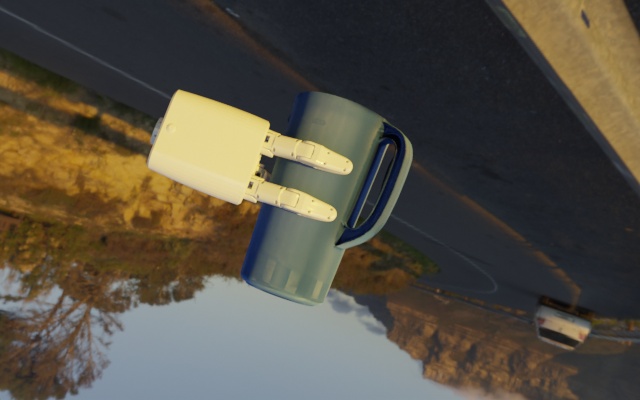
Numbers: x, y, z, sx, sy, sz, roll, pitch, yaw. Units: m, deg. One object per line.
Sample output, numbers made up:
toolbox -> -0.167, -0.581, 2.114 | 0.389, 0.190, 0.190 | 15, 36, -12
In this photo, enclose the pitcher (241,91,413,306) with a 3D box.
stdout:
pitcher -> 0.000, 0.002, 0.585 | 0.145, 0.243, 0.149 | 21, -6, -11
